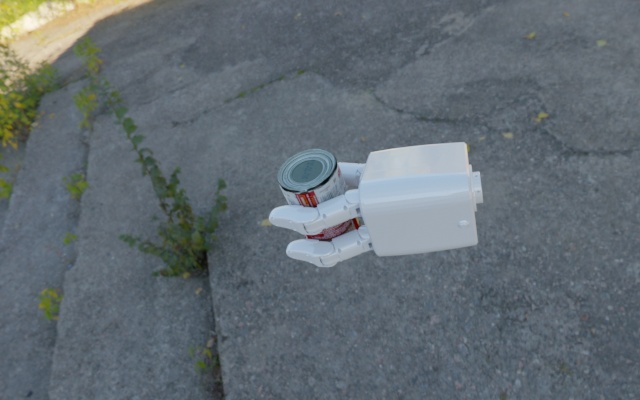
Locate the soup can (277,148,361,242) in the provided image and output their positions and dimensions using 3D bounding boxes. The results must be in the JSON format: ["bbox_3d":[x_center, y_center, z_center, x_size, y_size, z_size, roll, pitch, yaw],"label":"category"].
[{"bbox_3d":[0.000,0.001,0.532,0.068,0.068,0.102,0,-44,24],"label":"soup can"}]
